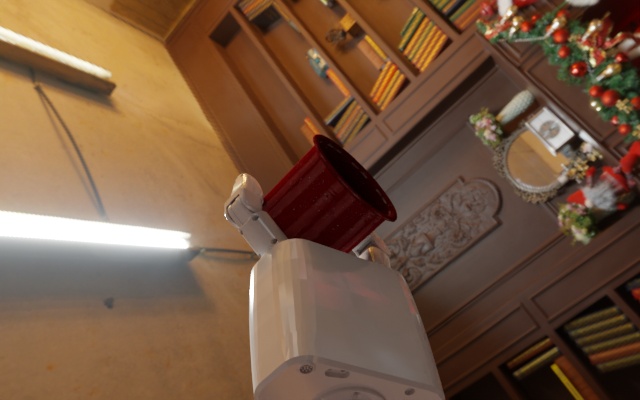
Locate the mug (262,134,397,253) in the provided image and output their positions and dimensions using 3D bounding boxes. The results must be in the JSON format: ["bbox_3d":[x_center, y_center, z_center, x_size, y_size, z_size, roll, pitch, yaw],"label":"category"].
[{"bbox_3d":[0.000,0.001,0.401,0.093,0.081,0.117,38,19,-24],"label":"mug"}]
